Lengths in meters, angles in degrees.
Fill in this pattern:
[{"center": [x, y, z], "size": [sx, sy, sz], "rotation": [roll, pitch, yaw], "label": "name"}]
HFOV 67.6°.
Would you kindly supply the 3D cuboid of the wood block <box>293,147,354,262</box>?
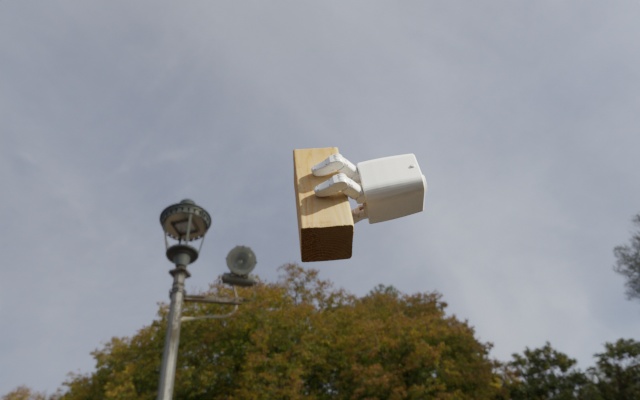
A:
[{"center": [0.001, 0.003, 0.873], "size": [0.090, 0.091, 0.206], "rotation": [-4, 44, -4], "label": "wood block"}]
